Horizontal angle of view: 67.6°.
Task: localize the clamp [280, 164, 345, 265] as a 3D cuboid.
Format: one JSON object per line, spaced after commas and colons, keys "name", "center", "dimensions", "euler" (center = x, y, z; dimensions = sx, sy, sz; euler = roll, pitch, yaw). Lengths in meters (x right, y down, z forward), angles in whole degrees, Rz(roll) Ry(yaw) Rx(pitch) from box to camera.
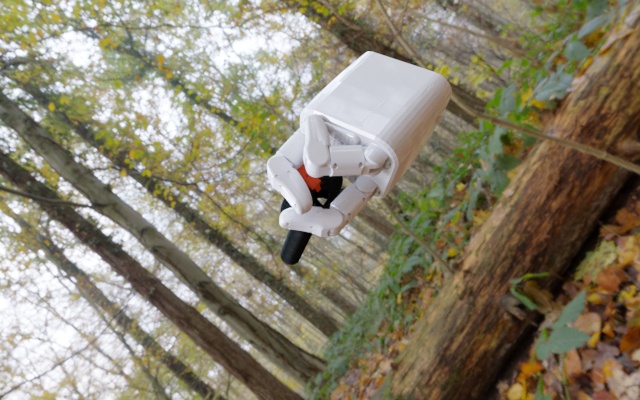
{"name": "clamp", "center": [0.000, 0.001, 0.529], "dimensions": [0.039, 0.120, 0.171], "euler": [36, -23, 12]}
